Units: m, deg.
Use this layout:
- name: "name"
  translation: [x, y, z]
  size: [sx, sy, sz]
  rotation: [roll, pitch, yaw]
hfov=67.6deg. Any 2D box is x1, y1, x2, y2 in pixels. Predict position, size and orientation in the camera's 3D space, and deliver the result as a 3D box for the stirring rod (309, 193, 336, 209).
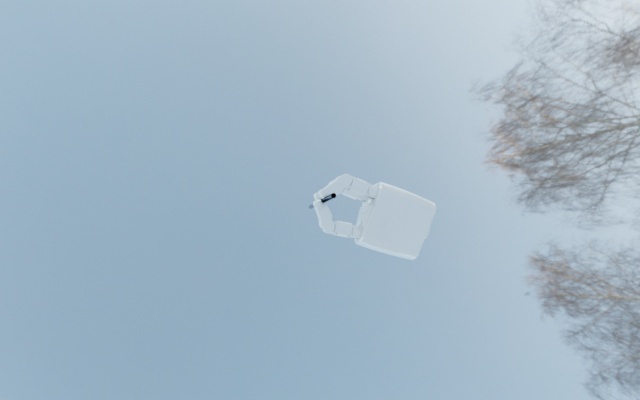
- name: "stirring rod"
  translation: [0.000, 0.003, 0.836]
  size: [0.011, 0.011, 0.239]
  rotation: [0, -5, -9]
